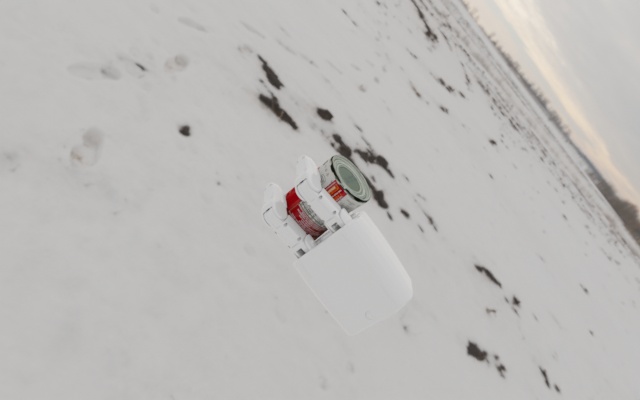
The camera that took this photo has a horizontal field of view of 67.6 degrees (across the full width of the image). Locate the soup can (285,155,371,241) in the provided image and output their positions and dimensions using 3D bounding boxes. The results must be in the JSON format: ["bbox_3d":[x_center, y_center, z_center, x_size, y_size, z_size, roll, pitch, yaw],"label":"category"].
[{"bbox_3d":[0.000,0.001,0.565,0.102,0.068,0.068,-38,-19,26],"label":"soup can"}]
